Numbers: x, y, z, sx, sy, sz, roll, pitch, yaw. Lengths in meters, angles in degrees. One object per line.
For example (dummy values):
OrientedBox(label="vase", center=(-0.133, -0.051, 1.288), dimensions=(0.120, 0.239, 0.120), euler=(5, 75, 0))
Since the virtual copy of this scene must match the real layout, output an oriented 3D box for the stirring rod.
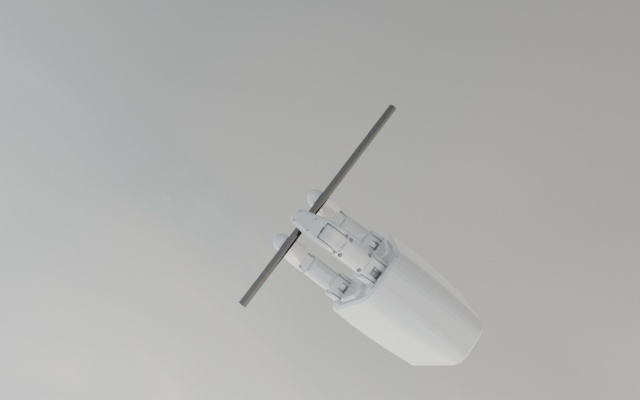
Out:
OrientedBox(label="stirring rod", center=(0.000, 0.001, 0.457), dimensions=(0.011, 0.239, 0.011), euler=(36, -9, 7))
